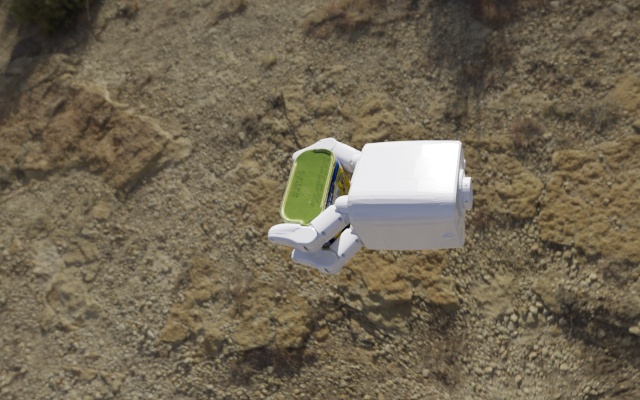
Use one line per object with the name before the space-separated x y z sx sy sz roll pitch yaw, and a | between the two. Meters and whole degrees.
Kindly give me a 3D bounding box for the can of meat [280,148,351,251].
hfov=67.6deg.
can of meat | 0.000 0.002 0.555 0.057 0.102 0.084 2 -27 24
